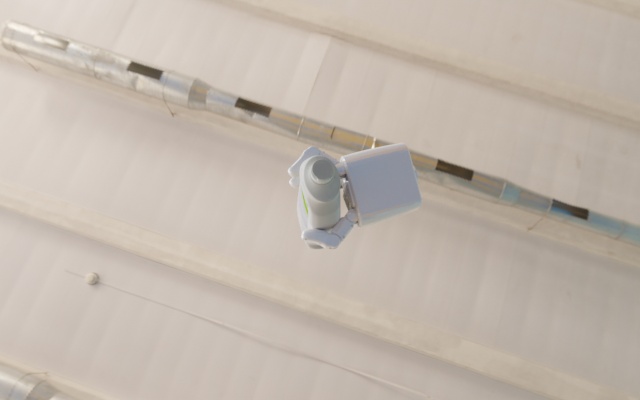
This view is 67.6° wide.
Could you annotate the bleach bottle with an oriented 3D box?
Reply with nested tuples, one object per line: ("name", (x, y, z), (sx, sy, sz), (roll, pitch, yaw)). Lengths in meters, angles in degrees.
("bleach bottle", (0.000, 0.002, 0.740), (0.068, 0.102, 0.251), (-15, -15, -7))
